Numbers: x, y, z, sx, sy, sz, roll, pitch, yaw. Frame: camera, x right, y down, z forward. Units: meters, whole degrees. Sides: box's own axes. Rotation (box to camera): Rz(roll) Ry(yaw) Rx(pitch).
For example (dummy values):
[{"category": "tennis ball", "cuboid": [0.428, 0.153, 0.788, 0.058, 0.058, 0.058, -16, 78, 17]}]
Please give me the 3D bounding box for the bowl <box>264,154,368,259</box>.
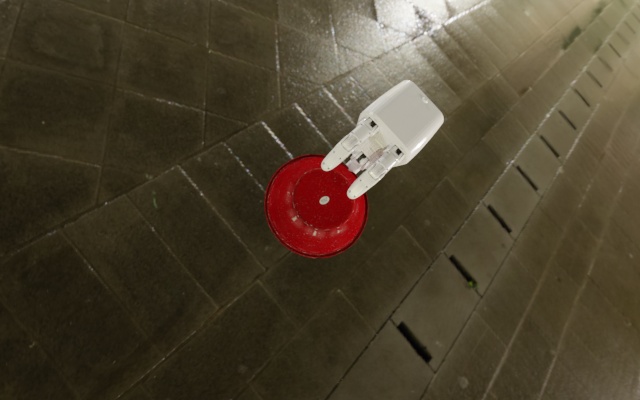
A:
[{"category": "bowl", "cuboid": [0.000, 0.003, 0.703, 0.162, 0.162, 0.055, 0, -11, -12]}]
